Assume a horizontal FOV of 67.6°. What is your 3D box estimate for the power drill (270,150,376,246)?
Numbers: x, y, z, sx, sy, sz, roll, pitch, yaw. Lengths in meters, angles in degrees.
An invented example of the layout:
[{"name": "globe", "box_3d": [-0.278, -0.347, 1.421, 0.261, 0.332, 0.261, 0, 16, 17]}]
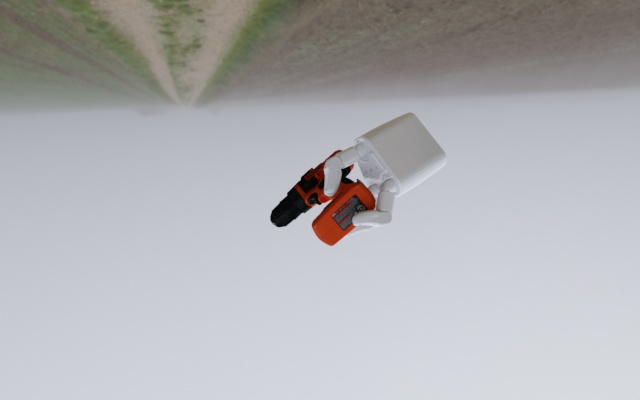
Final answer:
[{"name": "power drill", "box_3d": [0.000, 0.003, 0.796, 0.057, 0.184, 0.187, 46, 2, -27]}]
